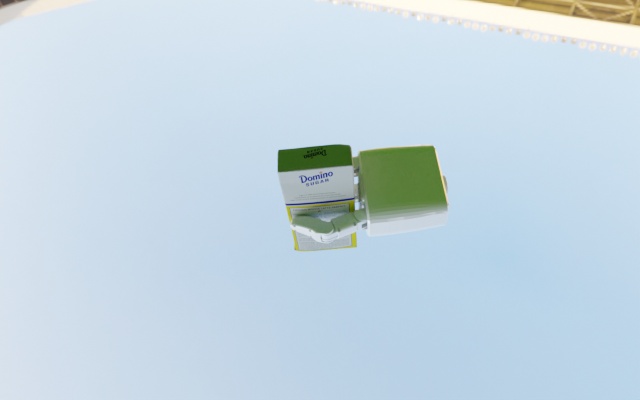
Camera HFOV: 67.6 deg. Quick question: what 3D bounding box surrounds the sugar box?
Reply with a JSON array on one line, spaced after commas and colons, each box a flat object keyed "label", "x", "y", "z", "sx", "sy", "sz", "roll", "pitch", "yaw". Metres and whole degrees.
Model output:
[{"label": "sugar box", "x": 0.000, "y": 0.002, "z": 0.641, "sx": 0.093, "sy": 0.048, "sz": 0.176, "roll": -5, "pitch": -42, "yaw": 2}]
